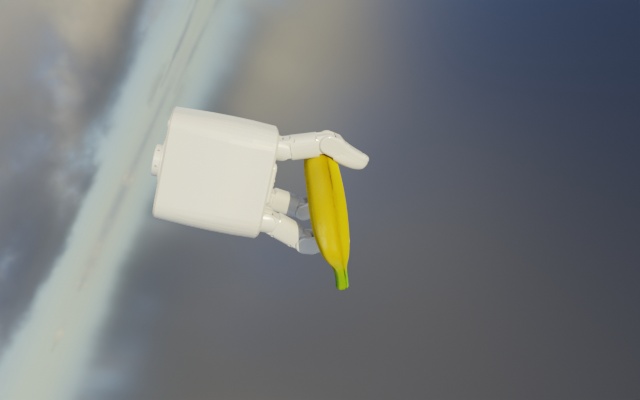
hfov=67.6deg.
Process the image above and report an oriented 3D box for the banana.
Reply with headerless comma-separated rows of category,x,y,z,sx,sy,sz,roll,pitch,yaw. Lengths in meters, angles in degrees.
banana,0.002,-0.008,0.500,0.037,0.197,0.070,-1,-40,-8
